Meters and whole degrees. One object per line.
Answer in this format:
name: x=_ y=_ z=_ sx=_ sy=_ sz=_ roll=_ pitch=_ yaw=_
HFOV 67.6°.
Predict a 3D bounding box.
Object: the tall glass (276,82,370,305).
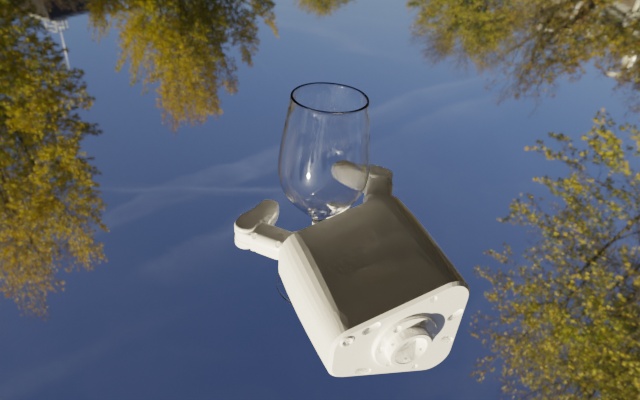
tall glass: x=0.000 y=0.002 z=0.427 sx=0.079 sy=0.201 sz=0.079 roll=3 pitch=34 yaw=-2
